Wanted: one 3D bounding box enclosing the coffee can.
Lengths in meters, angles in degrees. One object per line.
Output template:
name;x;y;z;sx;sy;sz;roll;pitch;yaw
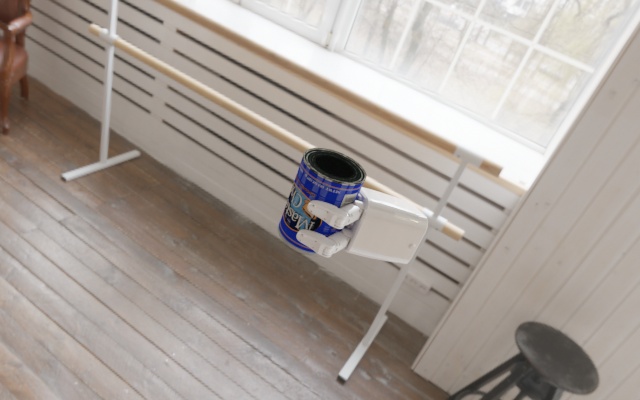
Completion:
coffee can;0.000;0.003;0.756;0.103;0.140;0.102;16;30;-10
